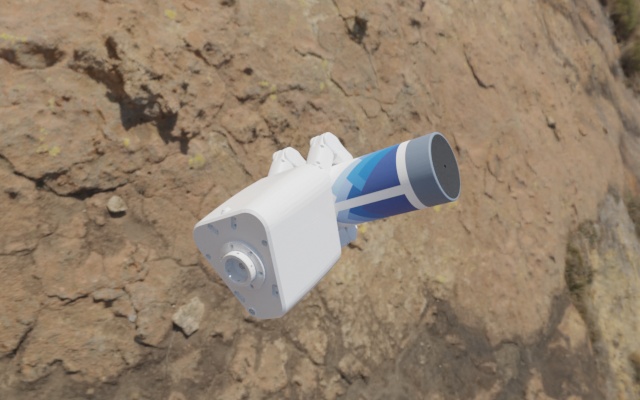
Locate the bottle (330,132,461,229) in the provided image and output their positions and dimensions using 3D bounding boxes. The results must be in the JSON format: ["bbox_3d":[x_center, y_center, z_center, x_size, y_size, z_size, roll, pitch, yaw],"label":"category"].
[{"bbox_3d":[0.000,0.002,0.525,0.296,0.069,0.069,-16,-9,35],"label":"bottle"}]
